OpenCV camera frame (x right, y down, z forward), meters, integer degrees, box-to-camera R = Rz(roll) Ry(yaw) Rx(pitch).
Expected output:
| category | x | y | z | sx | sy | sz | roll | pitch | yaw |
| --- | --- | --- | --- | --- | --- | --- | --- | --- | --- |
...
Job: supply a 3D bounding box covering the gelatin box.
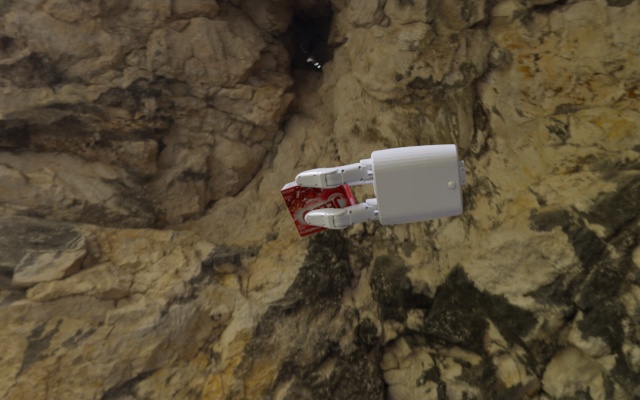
| category | x | y | z | sx | sy | sz | roll | pitch | yaw |
| --- | --- | --- | --- | --- | --- | --- | --- | --- | --- |
| gelatin box | 0.000 | 0.002 | 0.654 | 0.089 | 0.073 | 0.030 | -18 | 15 | 20 |
